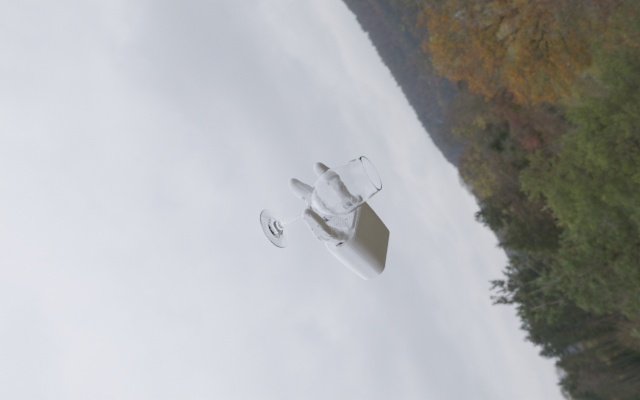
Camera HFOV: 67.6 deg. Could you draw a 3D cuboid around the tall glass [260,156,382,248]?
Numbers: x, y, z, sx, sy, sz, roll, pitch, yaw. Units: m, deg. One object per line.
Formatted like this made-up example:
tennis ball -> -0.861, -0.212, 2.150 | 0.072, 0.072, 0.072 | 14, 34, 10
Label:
tall glass -> -0.001, 0.003, 0.783 | 0.201, 0.079, 0.079 | -30, -13, 22
